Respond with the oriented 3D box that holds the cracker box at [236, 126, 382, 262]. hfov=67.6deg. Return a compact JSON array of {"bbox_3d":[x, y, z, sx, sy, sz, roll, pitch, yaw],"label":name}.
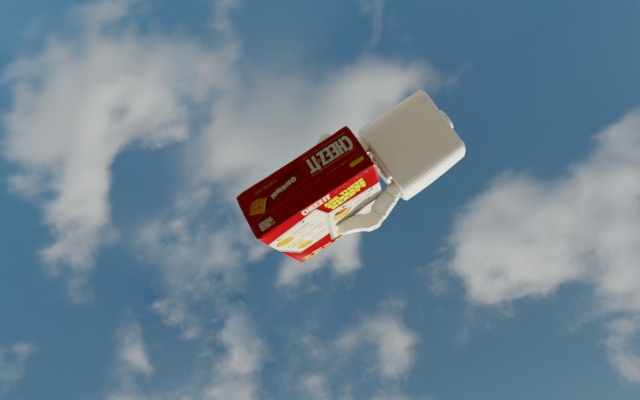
[{"bbox_3d":[0.000,0.002,0.659,0.164,0.072,0.214,-33,-19,2],"label":"cracker box"}]
